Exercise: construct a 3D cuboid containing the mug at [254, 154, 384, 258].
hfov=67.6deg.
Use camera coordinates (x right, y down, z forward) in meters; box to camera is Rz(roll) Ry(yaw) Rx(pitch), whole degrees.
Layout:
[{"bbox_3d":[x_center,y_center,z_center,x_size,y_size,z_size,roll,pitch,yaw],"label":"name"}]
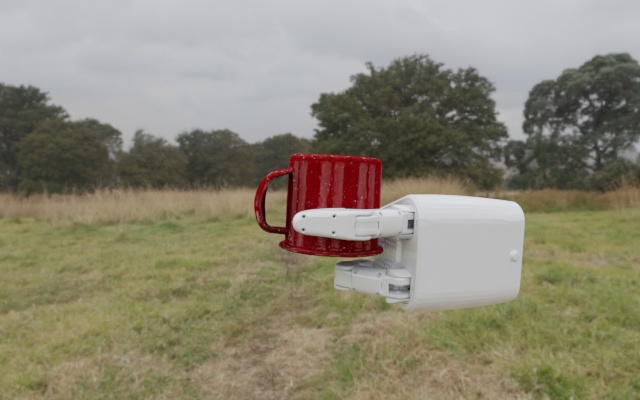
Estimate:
[{"bbox_3d":[-0.001,0.001,0.416,0.117,0.081,0.093,2,4,-19],"label":"mug"}]
